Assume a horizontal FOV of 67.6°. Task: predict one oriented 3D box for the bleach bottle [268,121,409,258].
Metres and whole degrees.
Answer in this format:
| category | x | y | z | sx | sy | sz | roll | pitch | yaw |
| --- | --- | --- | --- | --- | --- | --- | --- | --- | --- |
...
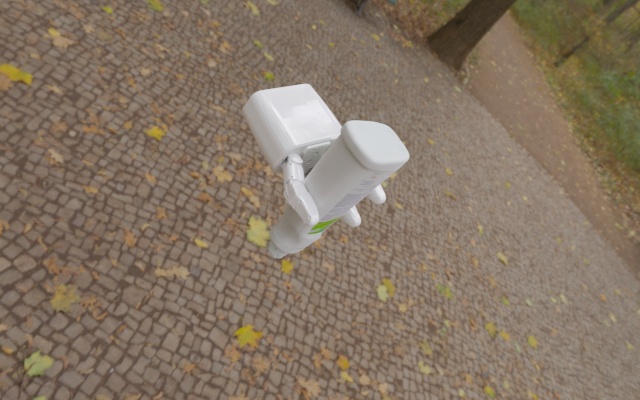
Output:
| category | x | y | z | sx | sy | sz | roll | pitch | yaw |
| --- | --- | --- | --- | --- | --- | --- | --- | --- | --- |
| bleach bottle | 0.000 | 0.002 | 0.636 | 0.102 | 0.068 | 0.251 | -8 | -30 | -49 |
